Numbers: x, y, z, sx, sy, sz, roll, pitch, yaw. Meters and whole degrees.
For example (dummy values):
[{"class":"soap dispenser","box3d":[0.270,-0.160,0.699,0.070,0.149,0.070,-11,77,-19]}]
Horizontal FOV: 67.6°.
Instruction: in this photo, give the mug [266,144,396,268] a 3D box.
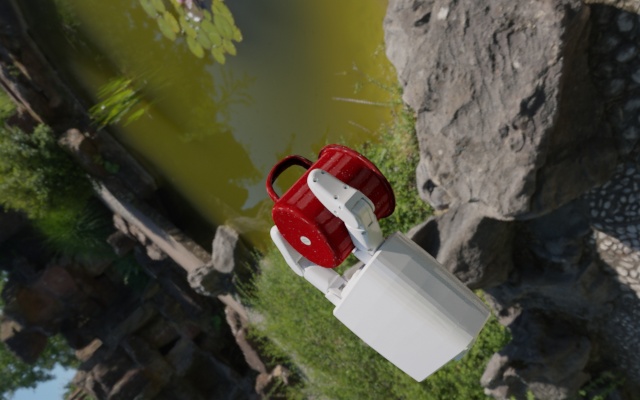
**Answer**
[{"class":"mug","box3d":[-0.001,0.001,0.449,0.117,0.081,0.093,37,-25,13]}]
